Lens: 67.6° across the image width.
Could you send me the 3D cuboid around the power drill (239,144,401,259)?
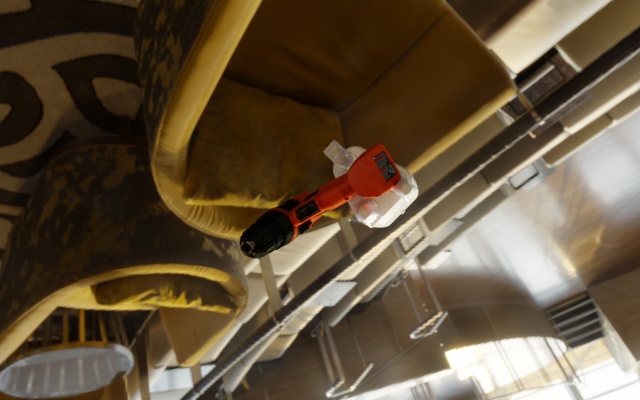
[{"bbox_3d":[0.001,0.002,0.614,0.188,0.057,0.184,-28,5,30],"label":"power drill"}]
